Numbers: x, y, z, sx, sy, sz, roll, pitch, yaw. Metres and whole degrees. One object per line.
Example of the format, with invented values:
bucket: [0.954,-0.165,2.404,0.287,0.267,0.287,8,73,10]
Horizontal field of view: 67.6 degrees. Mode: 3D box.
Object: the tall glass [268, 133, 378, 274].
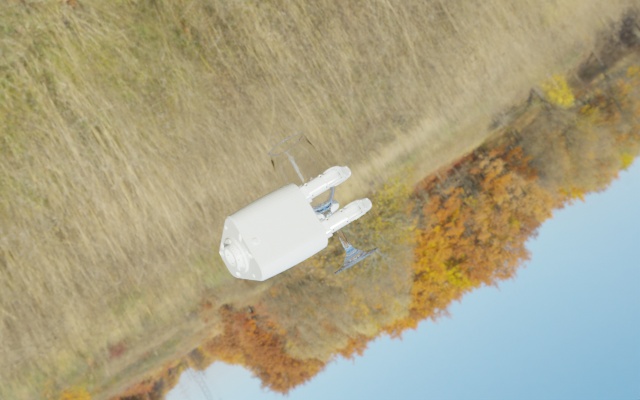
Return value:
tall glass: [0.001,0.003,0.697,0.079,0.201,0.079,-31,-5,-3]
